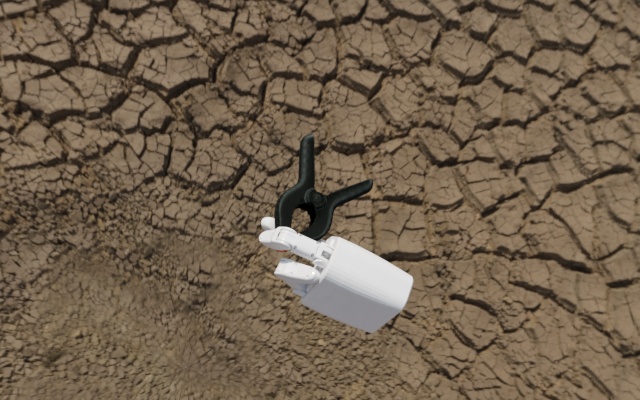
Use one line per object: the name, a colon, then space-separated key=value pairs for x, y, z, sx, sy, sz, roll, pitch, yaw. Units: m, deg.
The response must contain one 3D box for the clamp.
clamp: x=0.000 y=0.002 z=0.646 sx=0.120 sy=0.171 sz=0.039 roll=26 pitch=-23 yaw=-4
